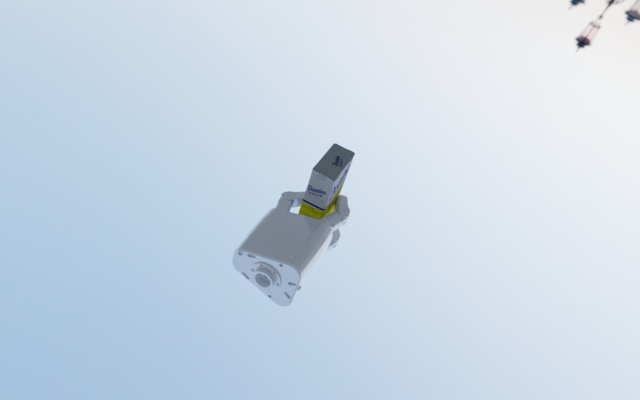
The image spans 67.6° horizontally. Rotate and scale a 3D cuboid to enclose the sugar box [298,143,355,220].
[{"bbox_3d":[0.001,0.003,0.784,0.048,0.176,0.093,28,40,7],"label":"sugar box"}]
